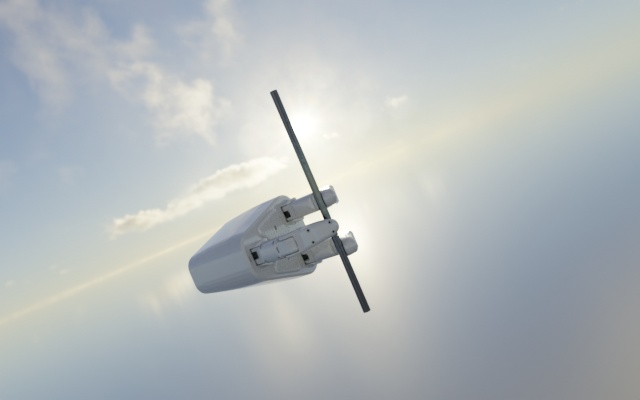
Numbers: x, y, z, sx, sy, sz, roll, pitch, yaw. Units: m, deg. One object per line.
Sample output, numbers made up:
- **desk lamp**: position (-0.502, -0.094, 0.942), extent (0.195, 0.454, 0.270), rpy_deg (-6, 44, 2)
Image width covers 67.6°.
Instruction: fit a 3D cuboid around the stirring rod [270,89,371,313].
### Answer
- **stirring rod**: position (0.000, 0.002, 0.480), extent (0.011, 0.239, 0.011), rpy_deg (-23, 2, 1)
